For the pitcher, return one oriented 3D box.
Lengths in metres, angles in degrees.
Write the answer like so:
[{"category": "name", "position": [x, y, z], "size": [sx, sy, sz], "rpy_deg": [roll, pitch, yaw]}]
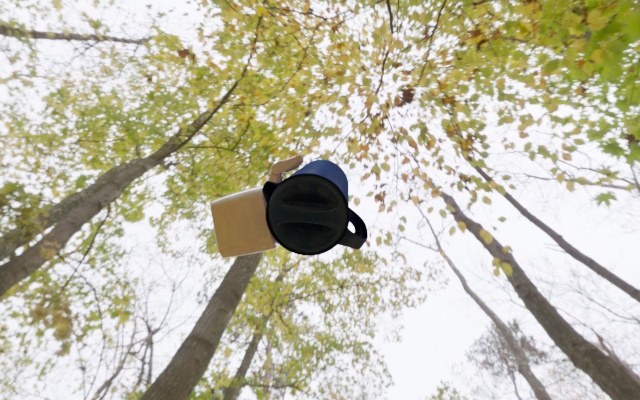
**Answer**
[{"category": "pitcher", "position": [0.000, 0.003, 0.851], "size": [0.145, 0.149, 0.242], "rpy_deg": [-14, 12, 10]}]
